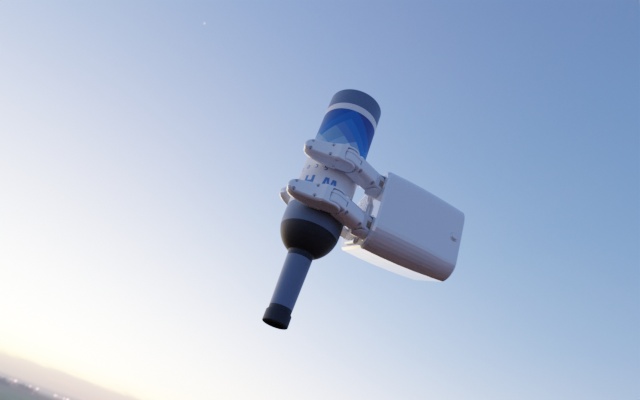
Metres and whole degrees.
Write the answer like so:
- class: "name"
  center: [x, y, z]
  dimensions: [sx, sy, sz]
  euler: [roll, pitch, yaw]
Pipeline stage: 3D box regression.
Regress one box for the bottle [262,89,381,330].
- class: "bottle"
  center: [0.000, 0.002, 0.540]
  dimensions: [0.069, 0.295, 0.069]
  euler: [16, -29, 9]
